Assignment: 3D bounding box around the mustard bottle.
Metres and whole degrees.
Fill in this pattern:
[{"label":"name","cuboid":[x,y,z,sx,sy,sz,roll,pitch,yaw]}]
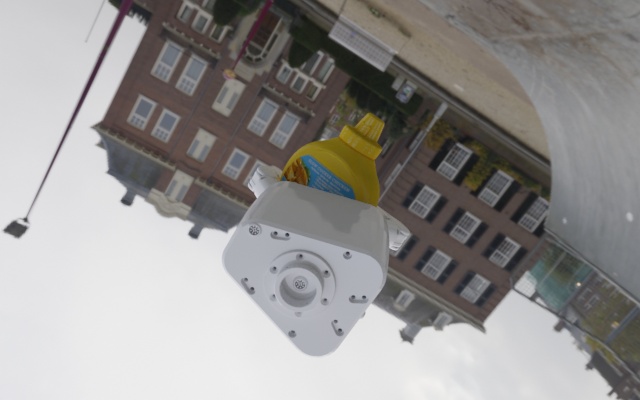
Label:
[{"label":"mustard bottle","cuboid":[0.000,0.002,0.459,0.096,0.192,0.058,39,17,21]}]
